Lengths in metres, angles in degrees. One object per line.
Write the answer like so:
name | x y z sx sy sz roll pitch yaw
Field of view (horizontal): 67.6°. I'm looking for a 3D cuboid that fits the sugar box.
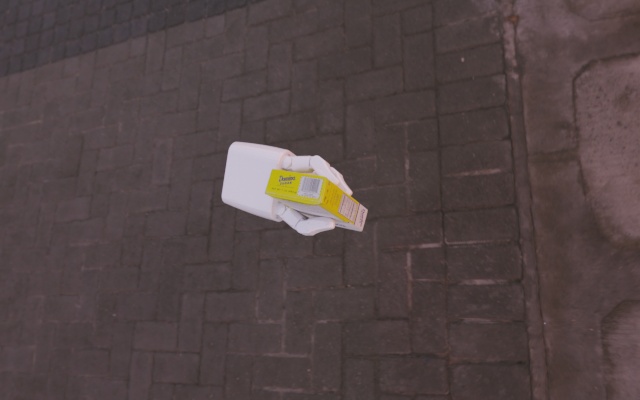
sugar box | 0.000 0.002 0.738 0.093 0.048 0.176 11 -8 27
